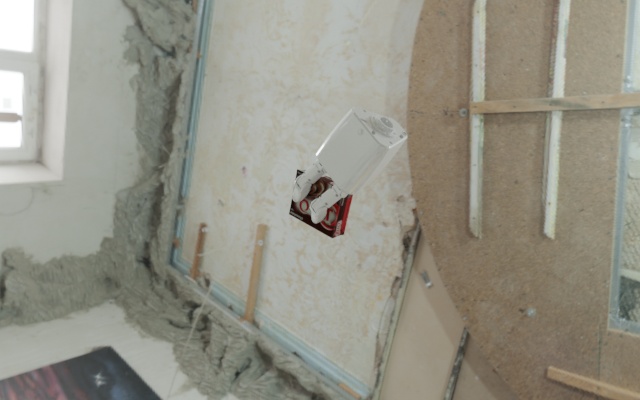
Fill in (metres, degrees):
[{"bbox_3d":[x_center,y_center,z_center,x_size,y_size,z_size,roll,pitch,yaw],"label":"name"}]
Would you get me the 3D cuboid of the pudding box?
[{"bbox_3d":[0.000,0.003,0.846,0.113,0.090,0.039,28,25,38],"label":"pudding box"}]
